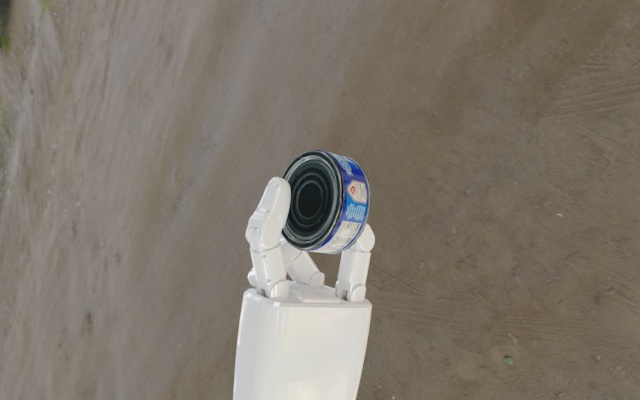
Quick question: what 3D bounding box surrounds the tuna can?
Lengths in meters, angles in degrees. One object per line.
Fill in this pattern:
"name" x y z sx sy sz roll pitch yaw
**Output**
"tuna can" 0.000 0.001 0.402 0.034 0.086 0.086 11 -7 -42
